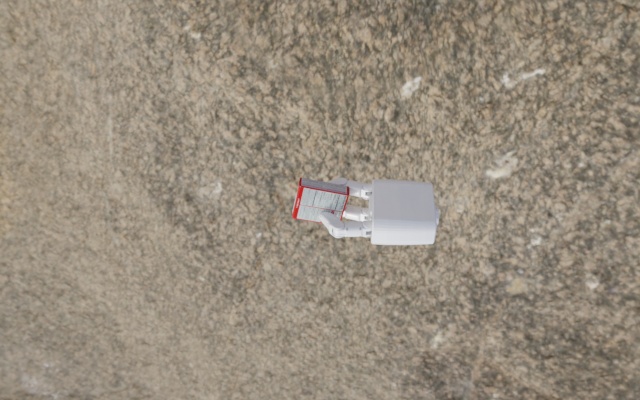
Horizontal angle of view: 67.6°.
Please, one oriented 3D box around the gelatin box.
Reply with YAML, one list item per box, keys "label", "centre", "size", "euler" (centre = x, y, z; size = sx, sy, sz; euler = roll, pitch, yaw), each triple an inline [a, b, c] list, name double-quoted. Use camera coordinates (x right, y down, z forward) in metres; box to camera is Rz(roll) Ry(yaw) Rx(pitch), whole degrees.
- label: "gelatin box"
  centre: [0.000, 0.003, 0.837]
  size: [0.089, 0.073, 0.030]
  euler: [10, 37, -7]
